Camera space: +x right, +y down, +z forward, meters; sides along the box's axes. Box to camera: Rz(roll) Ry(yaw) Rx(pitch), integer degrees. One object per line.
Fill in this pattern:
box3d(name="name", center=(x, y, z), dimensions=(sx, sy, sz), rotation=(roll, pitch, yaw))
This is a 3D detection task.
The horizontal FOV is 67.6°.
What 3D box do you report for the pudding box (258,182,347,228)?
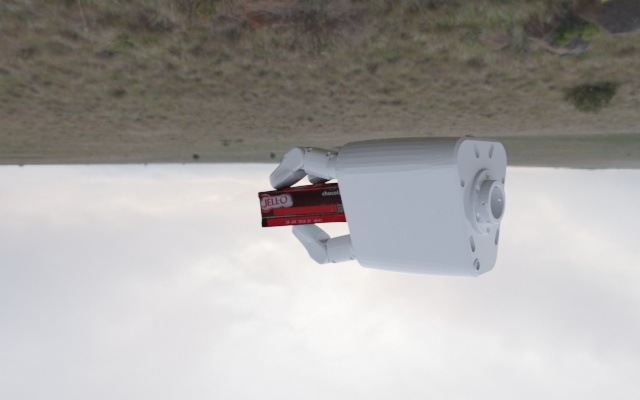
box3d(name="pudding box", center=(0.000, 0.002, 0.475), dimensions=(0.090, 0.039, 0.113), rotation=(-3, 1, 15))
